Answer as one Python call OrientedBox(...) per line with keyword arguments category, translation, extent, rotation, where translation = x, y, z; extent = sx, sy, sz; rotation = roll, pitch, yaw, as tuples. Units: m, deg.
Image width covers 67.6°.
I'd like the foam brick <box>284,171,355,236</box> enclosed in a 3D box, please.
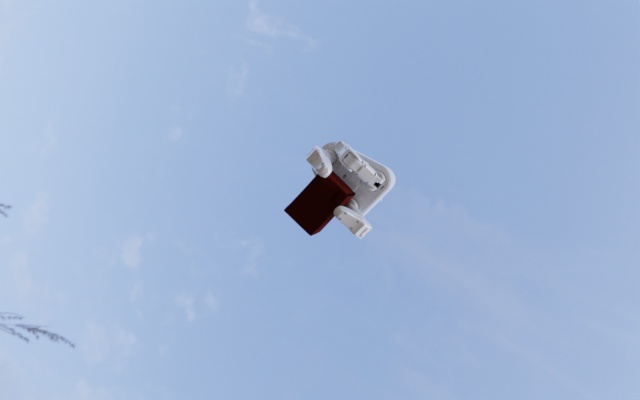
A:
OrientedBox(category="foam brick", translation=(0.000, 0.002, 0.651), extent=(0.078, 0.053, 0.051), rotation=(-46, -8, 12))
